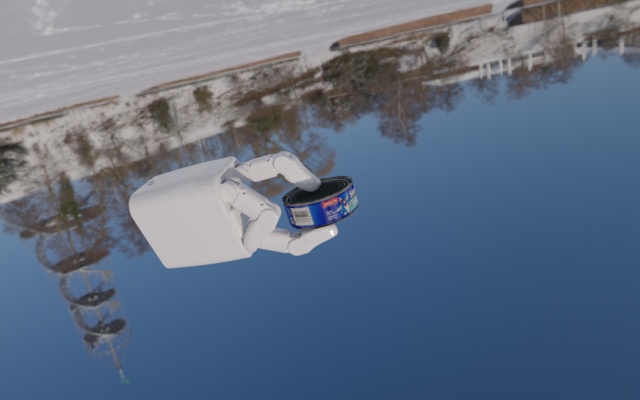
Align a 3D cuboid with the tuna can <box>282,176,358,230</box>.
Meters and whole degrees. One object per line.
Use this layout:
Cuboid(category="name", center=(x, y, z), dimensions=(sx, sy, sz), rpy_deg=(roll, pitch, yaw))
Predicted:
Cuboid(category="tuna can", center=(0.000, 0.002, 0.558), dimensions=(0.086, 0.034, 0.086), rpy_deg=(-15, 17, 5))
